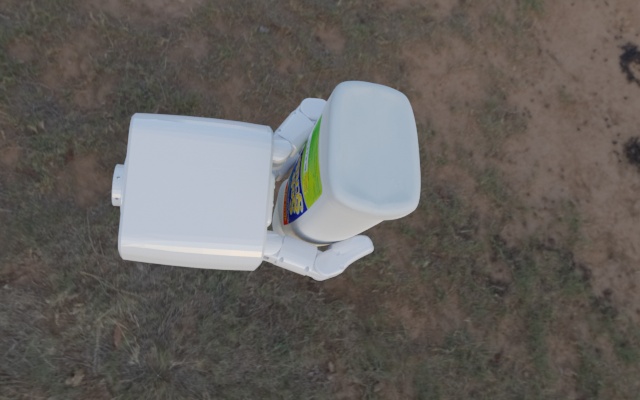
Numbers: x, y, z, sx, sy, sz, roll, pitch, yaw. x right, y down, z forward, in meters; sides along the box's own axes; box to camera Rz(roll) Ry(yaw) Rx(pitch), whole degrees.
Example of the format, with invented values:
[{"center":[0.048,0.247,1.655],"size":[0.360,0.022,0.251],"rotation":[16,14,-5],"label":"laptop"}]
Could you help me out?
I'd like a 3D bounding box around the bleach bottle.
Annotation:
[{"center":[0.000,0.001,0.428],"size":[0.068,0.102,0.251],"rotation":[7,-21,-16],"label":"bleach bottle"}]
